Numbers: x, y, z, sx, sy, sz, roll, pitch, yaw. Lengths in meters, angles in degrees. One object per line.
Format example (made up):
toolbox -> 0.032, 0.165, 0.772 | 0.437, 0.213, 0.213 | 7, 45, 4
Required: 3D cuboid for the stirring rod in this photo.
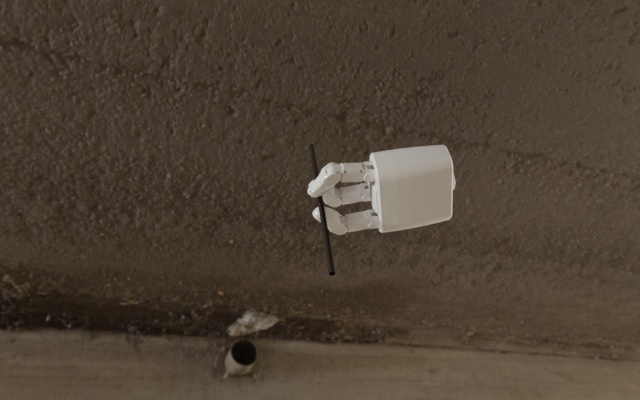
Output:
stirring rod -> 0.000, 0.002, 0.668 | 0.011, 0.239, 0.011 | -5, -42, -5
